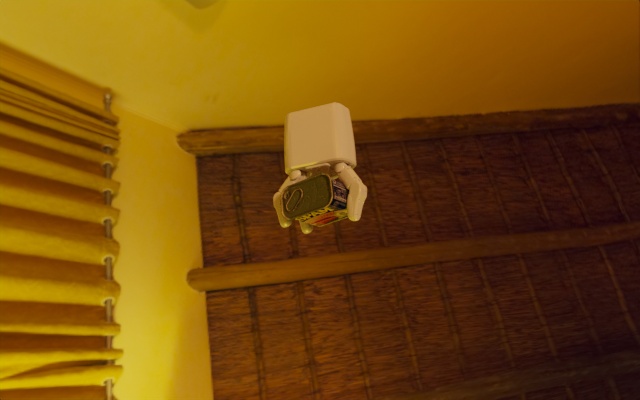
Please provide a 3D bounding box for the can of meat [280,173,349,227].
[{"bbox_3d":[0.000,0.003,0.775,0.102,0.057,0.084,-20,-23,32],"label":"can of meat"}]
